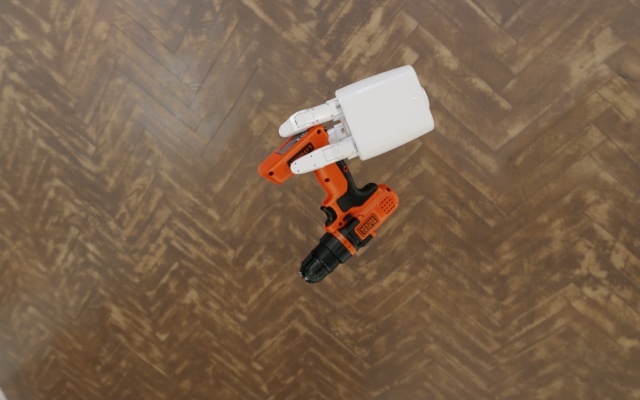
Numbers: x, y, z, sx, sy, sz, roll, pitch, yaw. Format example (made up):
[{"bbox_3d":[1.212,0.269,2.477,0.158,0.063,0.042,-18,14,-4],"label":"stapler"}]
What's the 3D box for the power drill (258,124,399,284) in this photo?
[{"bbox_3d":[0.000,0.002,0.671,0.184,0.188,0.057,-45,24,-10],"label":"power drill"}]
